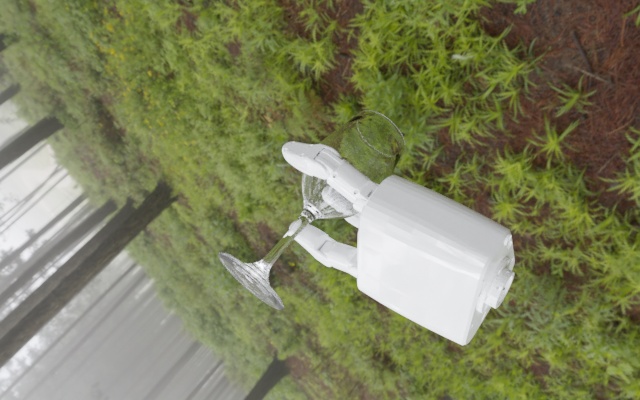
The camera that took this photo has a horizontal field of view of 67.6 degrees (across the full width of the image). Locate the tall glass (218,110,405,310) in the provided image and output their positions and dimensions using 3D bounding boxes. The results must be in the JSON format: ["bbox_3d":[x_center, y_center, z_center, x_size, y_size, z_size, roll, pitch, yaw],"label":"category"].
[{"bbox_3d":[0.000,0.002,0.450,0.201,0.079,0.079,-49,23,-22],"label":"tall glass"}]
